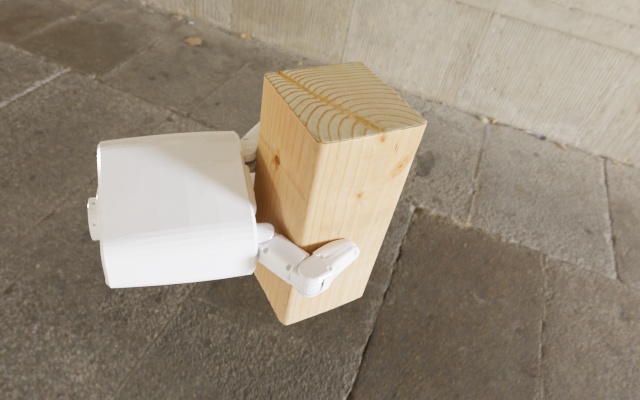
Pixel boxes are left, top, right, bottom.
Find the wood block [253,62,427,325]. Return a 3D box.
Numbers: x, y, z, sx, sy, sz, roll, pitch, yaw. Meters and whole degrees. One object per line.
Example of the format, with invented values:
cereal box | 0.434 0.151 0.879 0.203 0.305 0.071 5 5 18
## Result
wood block | 0.000 0.002 0.406 0.090 0.206 0.090 -15 49 -27
